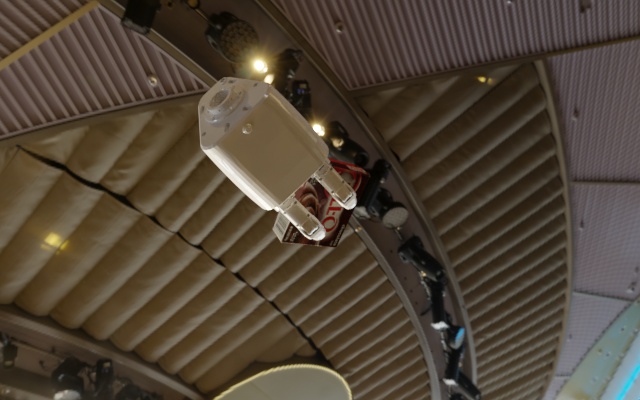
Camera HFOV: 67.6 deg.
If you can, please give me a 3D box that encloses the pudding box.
[{"bbox_3d":[0.000,0.002,0.604,0.090,0.113,0.039,10,25,-37],"label":"pudding box"}]
